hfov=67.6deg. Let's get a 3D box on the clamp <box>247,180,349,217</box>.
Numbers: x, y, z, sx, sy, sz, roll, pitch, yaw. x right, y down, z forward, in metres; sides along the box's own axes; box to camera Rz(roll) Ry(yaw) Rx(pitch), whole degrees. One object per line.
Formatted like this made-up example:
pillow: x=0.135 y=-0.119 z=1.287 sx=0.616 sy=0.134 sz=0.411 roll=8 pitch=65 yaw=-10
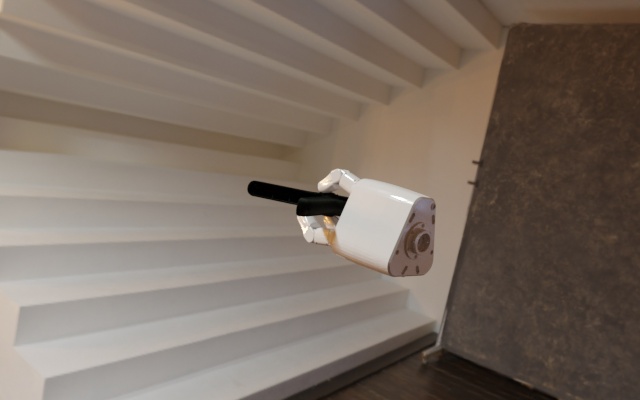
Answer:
clamp: x=0.001 y=0.002 z=0.745 sx=0.210 sy=0.036 sz=0.164 roll=7 pitch=9 yaw=-42
